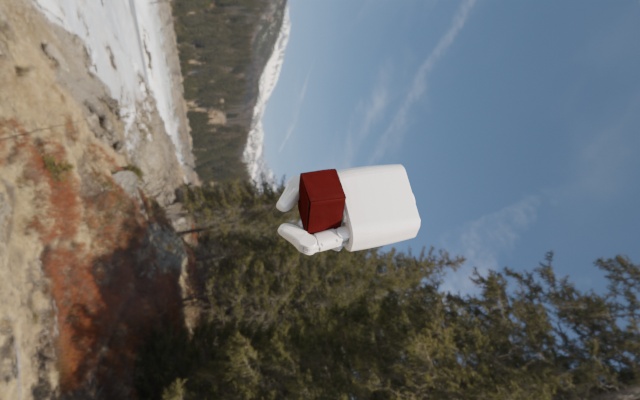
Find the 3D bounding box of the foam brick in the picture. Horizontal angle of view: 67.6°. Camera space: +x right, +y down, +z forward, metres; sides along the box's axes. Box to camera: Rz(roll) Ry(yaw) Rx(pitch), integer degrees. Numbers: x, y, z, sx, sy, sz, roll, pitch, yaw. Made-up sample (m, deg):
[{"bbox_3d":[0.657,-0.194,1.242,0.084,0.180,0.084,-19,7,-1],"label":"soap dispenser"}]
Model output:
[{"bbox_3d":[0.000,0.002,0.654,0.051,0.053,0.078,-8,-36,-12],"label":"foam brick"}]
